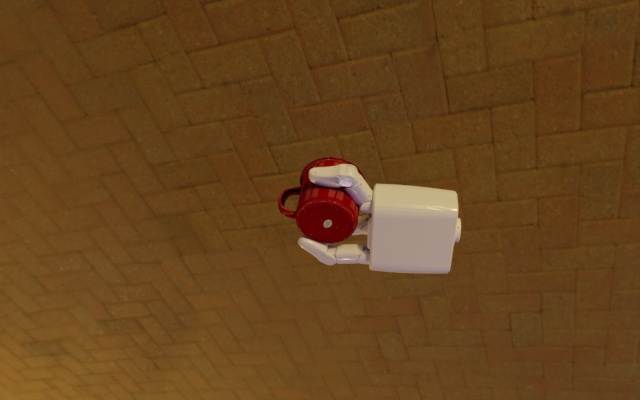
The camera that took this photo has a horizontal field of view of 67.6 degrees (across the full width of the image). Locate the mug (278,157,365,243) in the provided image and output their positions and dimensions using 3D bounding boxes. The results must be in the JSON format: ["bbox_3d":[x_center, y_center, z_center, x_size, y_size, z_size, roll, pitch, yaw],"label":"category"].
[{"bbox_3d":[-0.001,0.002,0.641,0.117,0.093,0.081,2,42,9],"label":"mug"}]
